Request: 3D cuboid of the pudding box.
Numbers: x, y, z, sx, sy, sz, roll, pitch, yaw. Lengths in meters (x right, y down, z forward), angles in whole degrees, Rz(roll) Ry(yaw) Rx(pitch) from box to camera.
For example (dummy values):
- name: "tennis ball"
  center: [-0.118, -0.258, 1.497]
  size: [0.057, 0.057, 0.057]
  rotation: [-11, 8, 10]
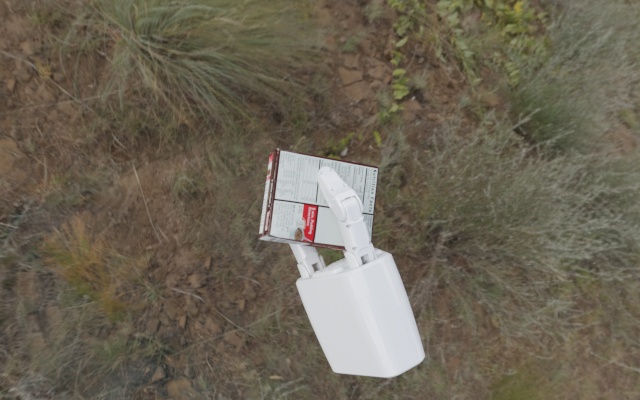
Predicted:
- name: "pudding box"
  center: [0.000, 0.002, 0.484]
  size: [0.113, 0.090, 0.039]
  rotation: [9, -9, -19]
